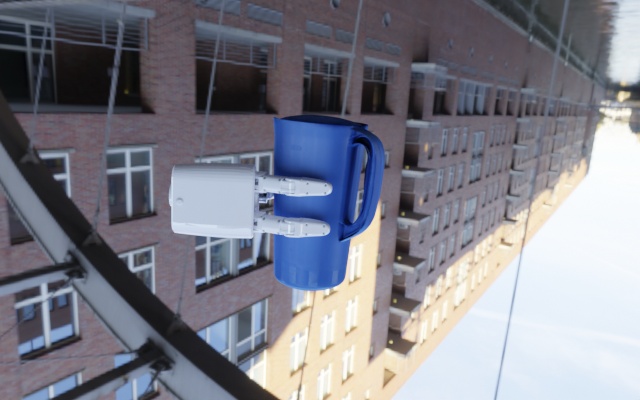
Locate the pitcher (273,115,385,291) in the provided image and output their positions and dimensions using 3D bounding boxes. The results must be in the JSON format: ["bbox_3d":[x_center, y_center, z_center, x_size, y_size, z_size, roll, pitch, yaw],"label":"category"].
[{"bbox_3d":[0.000,0.002,0.682,0.145,0.243,0.149,3,12,-6],"label":"pitcher"}]
